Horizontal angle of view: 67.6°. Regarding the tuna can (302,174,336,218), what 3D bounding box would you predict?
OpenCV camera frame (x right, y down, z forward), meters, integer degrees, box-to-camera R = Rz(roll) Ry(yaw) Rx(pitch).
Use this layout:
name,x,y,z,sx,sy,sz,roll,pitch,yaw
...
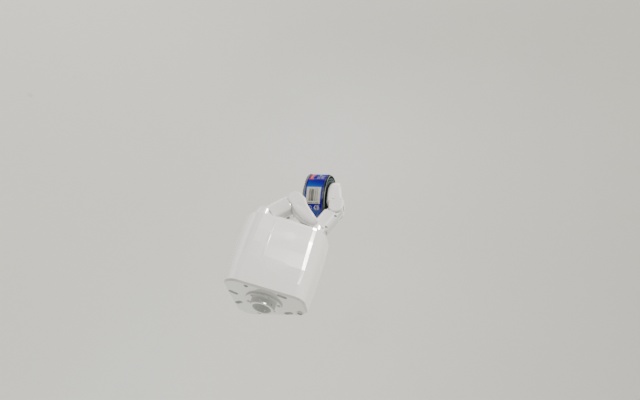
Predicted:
name,x,y,z,sx,sy,sz,roll,pitch,yaw
tuna can,0.001,0.002,0.728,0.034,0.086,0.086,2,0,15
